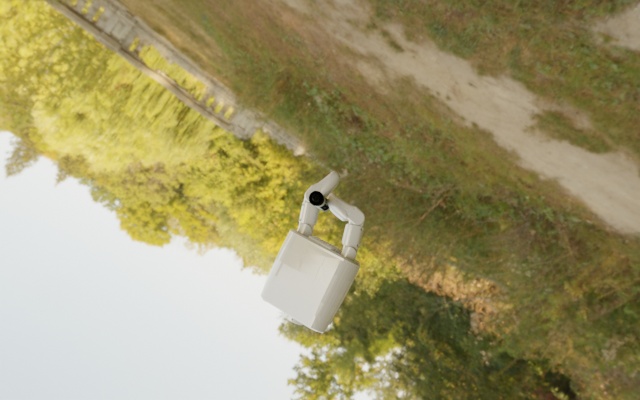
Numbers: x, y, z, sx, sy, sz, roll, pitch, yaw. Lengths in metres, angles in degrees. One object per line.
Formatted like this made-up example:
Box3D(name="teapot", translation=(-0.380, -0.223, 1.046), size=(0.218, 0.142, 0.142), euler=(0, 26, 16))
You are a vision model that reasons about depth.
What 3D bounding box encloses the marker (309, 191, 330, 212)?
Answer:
Box3D(name="marker", translation=(0.000, 0.002, 0.643), size=(0.020, 0.020, 0.121), euler=(0, -5, 5))
